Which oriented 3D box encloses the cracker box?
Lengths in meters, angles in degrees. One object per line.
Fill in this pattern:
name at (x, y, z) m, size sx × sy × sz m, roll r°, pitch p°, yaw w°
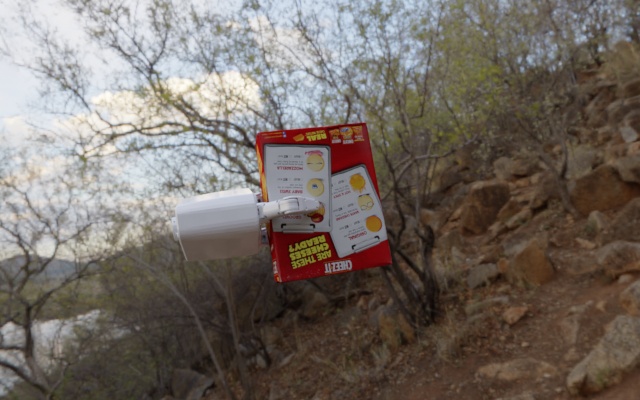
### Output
cracker box at (0.000, 0.002, 0.700) m, size 0.164 × 0.213 × 0.072 m, roll -7°, pitch -8°, yaw -12°
